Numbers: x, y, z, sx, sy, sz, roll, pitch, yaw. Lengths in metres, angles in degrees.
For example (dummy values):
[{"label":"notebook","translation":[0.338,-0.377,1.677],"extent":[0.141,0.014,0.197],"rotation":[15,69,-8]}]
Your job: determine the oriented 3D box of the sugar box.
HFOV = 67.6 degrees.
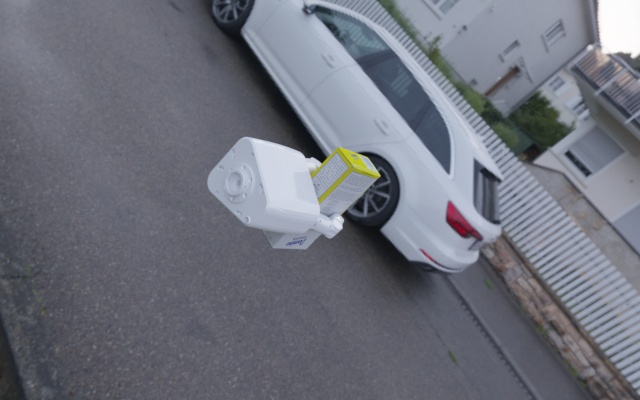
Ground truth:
[{"label":"sugar box","translation":[0.000,0.002,0.712],"extent":[0.176,0.048,0.093],"rotation":[-43,-26,21]}]
